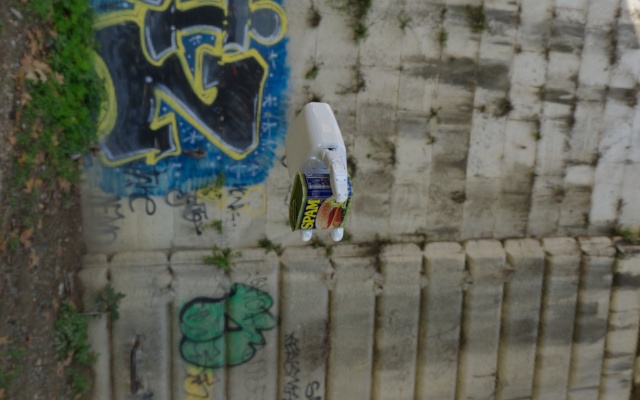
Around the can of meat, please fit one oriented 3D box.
[{"bbox_3d":[0.000,0.002,0.758,0.084,0.057,0.102,-1,-43,-17],"label":"can of meat"}]
